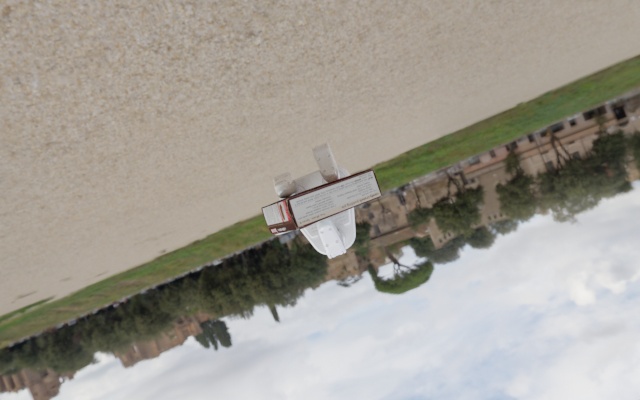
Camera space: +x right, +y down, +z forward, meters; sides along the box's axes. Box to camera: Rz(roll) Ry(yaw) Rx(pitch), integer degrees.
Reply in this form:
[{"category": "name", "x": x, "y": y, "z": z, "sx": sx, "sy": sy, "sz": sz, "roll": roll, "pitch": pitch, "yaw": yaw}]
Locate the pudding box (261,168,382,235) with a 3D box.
[{"category": "pudding box", "x": 0.000, "y": 0.002, "z": 0.544, "sx": 0.113, "sy": 0.039, "sz": 0.090, "roll": -22, "pitch": 1, "yaw": -25}]
